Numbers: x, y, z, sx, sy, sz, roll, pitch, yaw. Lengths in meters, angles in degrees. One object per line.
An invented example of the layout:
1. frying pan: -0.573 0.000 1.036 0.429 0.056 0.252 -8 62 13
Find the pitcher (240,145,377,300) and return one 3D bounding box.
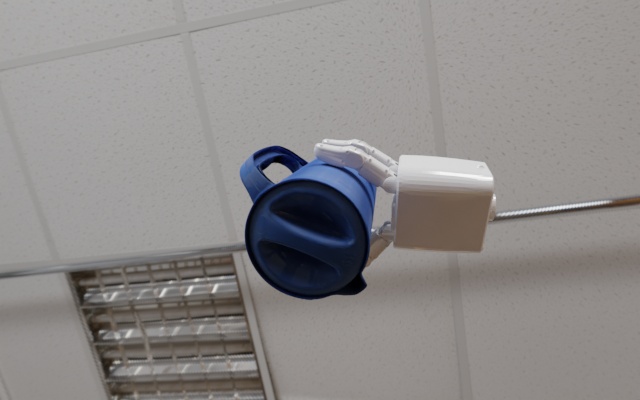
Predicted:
1. pitcher: 0.000 0.002 0.596 0.145 0.149 0.242 3 17 11
